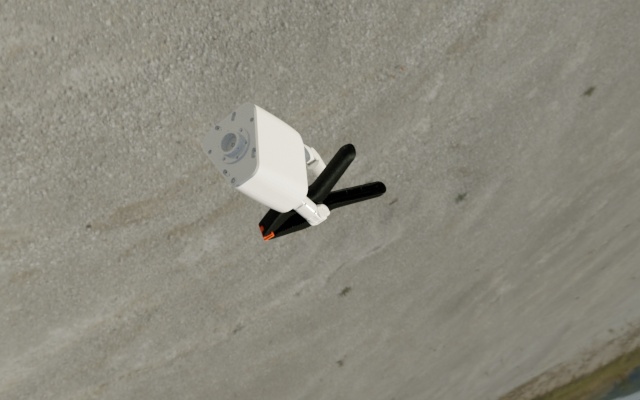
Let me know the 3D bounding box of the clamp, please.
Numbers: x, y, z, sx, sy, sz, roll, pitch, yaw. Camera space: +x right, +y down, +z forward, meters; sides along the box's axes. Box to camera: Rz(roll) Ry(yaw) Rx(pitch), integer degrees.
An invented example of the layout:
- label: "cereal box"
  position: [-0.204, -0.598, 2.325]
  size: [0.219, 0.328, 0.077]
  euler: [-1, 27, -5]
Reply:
- label: "clamp"
  position: [0.000, 0.003, 0.745]
  size: [0.210, 0.036, 0.164]
  euler: [-34, -31, 18]
